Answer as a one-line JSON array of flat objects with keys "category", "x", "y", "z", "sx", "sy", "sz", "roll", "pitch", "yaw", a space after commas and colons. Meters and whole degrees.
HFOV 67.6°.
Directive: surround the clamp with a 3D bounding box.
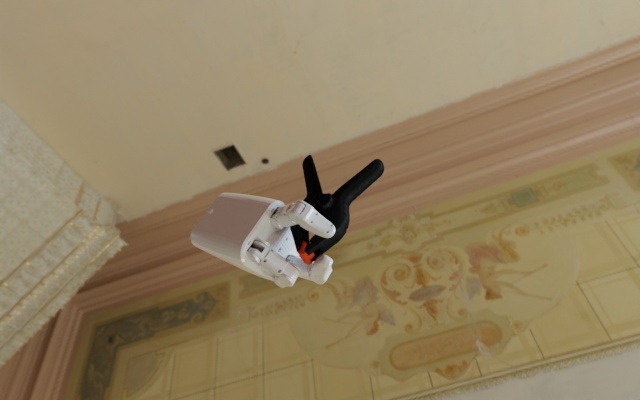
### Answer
[{"category": "clamp", "x": 0.000, "y": 0.003, "z": 0.638, "sx": 0.120, "sy": 0.171, "sz": 0.039, "roll": 11, "pitch": -35, "yaw": 36}]
